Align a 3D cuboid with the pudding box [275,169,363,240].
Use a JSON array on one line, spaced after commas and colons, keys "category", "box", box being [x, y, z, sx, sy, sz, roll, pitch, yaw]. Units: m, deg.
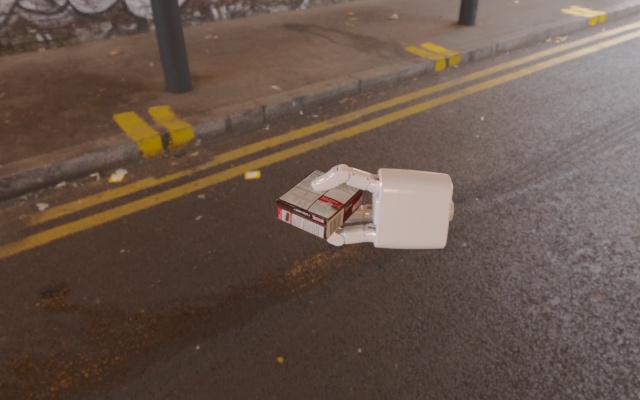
[{"category": "pudding box", "box": [0.000, 0.002, 0.718, 0.090, 0.039, 0.113, 21, 36, 23]}]
